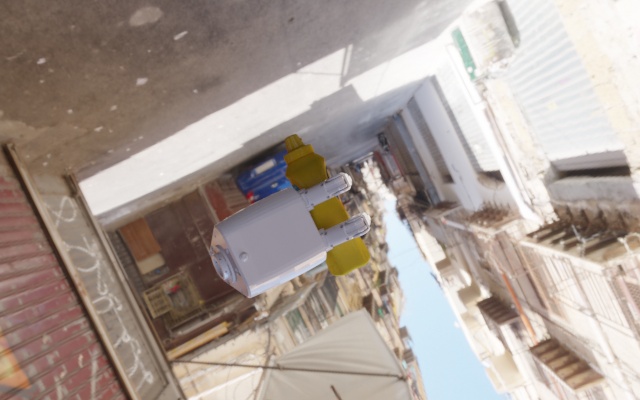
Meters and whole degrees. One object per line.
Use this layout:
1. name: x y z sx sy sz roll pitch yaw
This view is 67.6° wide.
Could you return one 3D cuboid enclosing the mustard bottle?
1. mustard bottle: 0.001 0.002 0.634 0.058 0.191 0.096 -25 1 -1
